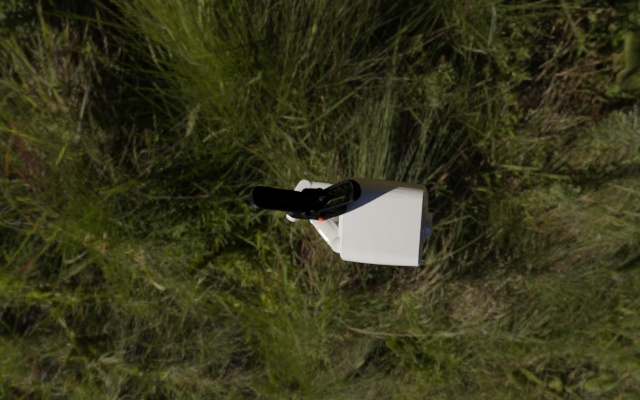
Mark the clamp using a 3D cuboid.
[{"bbox_3d":[0.000,0.003,0.574,0.120,0.039,0.171,1,-5,16],"label":"clamp"}]
